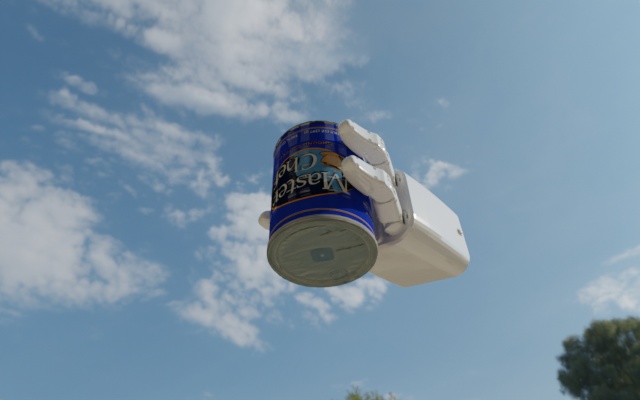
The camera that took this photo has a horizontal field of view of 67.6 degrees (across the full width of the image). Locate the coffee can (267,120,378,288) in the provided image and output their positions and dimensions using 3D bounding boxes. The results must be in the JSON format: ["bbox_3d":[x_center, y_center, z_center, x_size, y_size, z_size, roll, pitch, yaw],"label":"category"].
[{"bbox_3d":[0.000,0.002,0.486,0.103,0.140,0.103,-1,-44,-1],"label":"coffee can"}]
